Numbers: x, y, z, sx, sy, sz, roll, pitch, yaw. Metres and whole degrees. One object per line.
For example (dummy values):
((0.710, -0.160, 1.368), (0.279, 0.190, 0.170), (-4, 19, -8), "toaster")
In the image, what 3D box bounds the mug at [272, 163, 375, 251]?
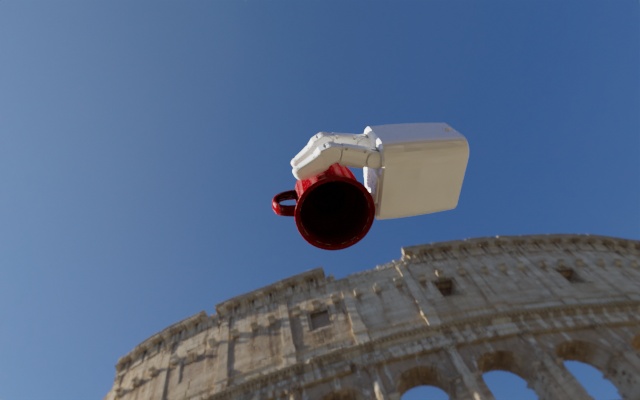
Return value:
((-0.001, 0.002, 0.579), (0.117, 0.093, 0.081), (-5, 23, -6), "mug")
